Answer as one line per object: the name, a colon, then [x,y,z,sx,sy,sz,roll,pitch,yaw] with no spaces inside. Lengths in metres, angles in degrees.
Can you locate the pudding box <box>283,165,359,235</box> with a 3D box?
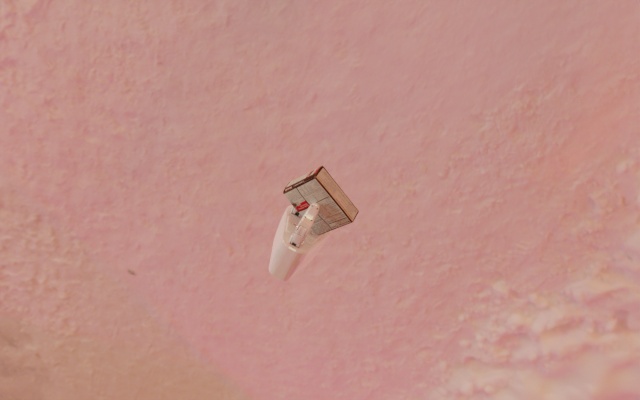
pudding box: [0.000,0.003,0.862,0.090,0.113,0.039,-24,25,39]
